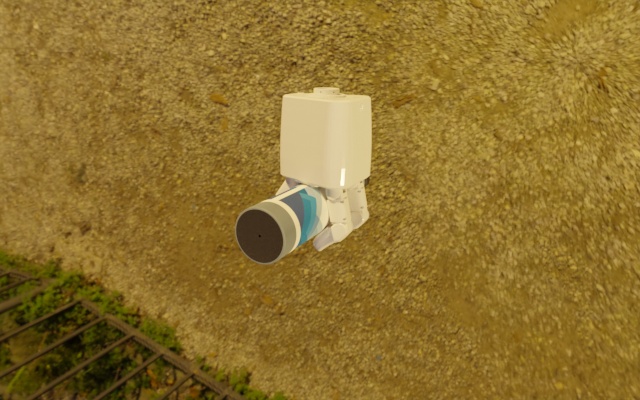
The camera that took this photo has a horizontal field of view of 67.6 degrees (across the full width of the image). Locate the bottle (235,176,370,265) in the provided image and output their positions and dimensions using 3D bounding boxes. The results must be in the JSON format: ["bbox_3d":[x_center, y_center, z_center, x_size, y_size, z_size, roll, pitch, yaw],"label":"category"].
[{"bbox_3d":[0.000,0.002,0.646,0.069,0.069,0.295,0,15,28],"label":"bottle"}]
